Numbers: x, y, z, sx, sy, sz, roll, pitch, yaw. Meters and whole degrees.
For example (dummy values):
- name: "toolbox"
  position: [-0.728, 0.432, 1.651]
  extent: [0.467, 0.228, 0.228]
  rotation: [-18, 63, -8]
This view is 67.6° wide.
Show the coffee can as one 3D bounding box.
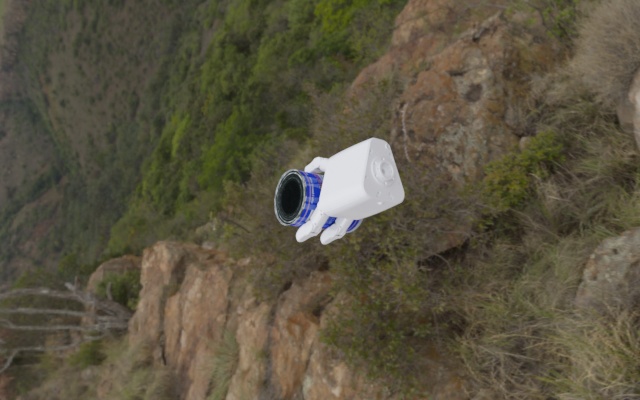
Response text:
- name: "coffee can"
  position: [0.000, 0.003, 0.889]
  extent: [0.140, 0.103, 0.103]
  rotation: [9, -5, -35]
